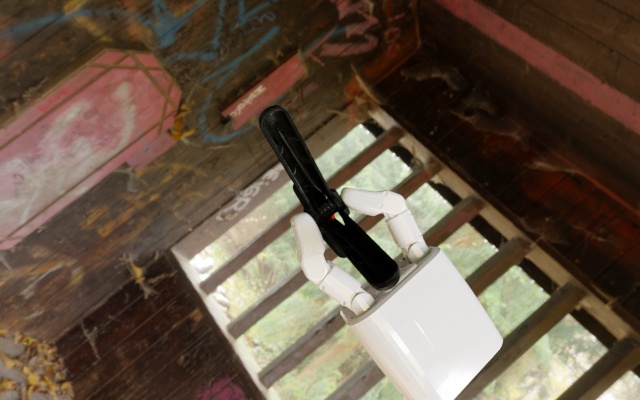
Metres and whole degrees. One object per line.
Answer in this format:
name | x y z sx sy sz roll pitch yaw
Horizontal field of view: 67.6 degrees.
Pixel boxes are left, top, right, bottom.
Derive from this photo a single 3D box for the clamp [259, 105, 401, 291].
clamp | 0.001 0.001 0.443 0.036 0.164 0.210 -34 0 -5
